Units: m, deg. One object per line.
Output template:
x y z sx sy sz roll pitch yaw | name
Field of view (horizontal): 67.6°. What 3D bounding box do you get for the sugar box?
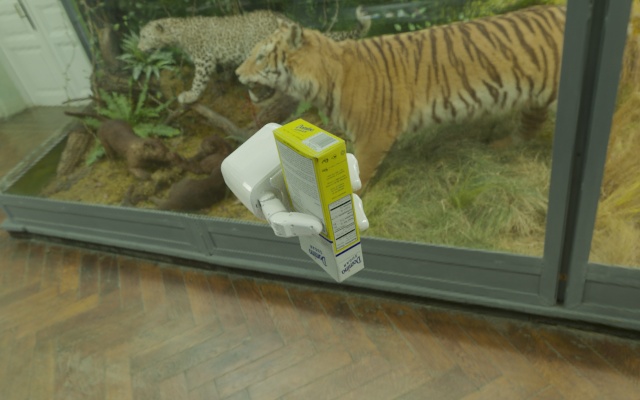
0.000 0.001 0.561 0.048 0.176 0.093 -29 38 -21 | sugar box
